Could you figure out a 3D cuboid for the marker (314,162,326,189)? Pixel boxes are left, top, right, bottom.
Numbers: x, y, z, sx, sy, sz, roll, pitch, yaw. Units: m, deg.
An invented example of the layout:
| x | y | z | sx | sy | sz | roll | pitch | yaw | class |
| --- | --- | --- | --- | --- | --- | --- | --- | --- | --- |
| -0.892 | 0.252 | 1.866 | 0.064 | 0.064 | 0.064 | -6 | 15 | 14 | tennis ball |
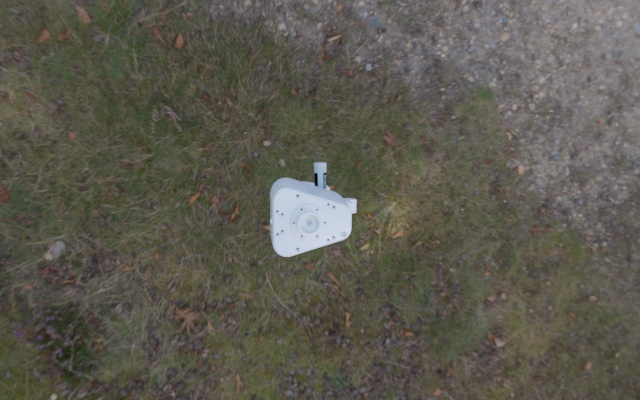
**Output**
| x | y | z | sx | sy | sz | roll | pitch | yaw | class |
| --- | --- | --- | --- | --- | --- | --- | --- | --- | --- |
| 0.000 | 0.002 | 0.734 | 0.020 | 0.121 | 0.020 | -1 | 8 | 0 | marker |
